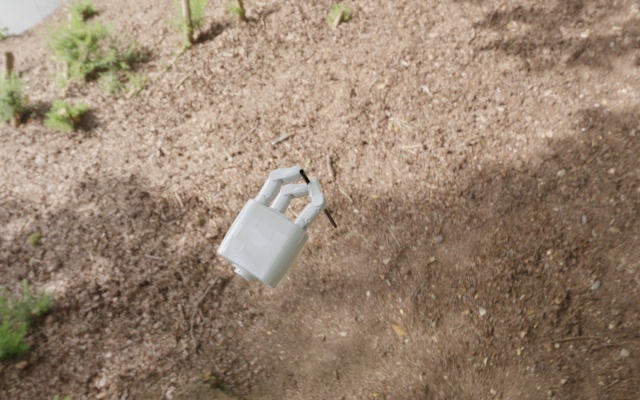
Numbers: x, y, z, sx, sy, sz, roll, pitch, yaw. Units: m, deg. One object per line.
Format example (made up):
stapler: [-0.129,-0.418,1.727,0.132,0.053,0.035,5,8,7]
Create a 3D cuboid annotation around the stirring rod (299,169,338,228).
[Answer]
stirring rod: [0.000,0.003,0.891,0.011,0.011,0.240,0,-25,17]
